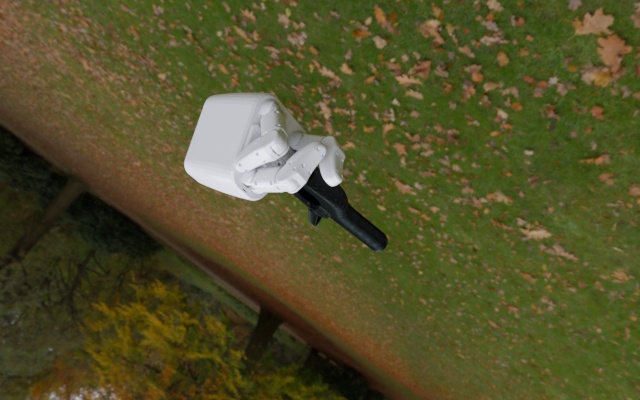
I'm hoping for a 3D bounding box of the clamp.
[{"bbox_3d":[0.000,0.002,0.573,0.120,0.039,0.171,9,-29,42],"label":"clamp"}]
